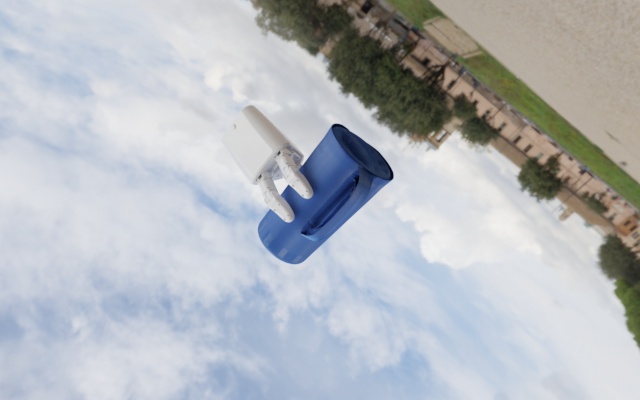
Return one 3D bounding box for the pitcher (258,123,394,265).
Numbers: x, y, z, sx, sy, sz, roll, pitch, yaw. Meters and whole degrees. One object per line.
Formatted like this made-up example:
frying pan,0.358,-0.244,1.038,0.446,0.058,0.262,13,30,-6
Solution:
pitcher,0.000,0.003,0.812,0.243,0.145,0.149,-48,-21,23
